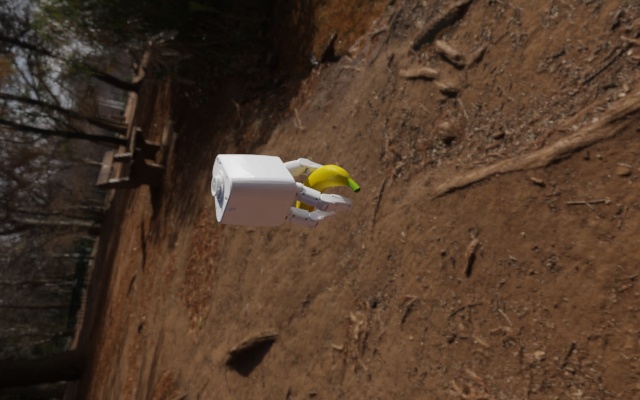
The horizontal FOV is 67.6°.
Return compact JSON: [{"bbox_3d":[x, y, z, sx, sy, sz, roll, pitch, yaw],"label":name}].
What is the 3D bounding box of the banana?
[{"bbox_3d":[-0.003,-0.016,0.838,0.037,0.069,0.198,-6,-14,-31],"label":"banana"}]
